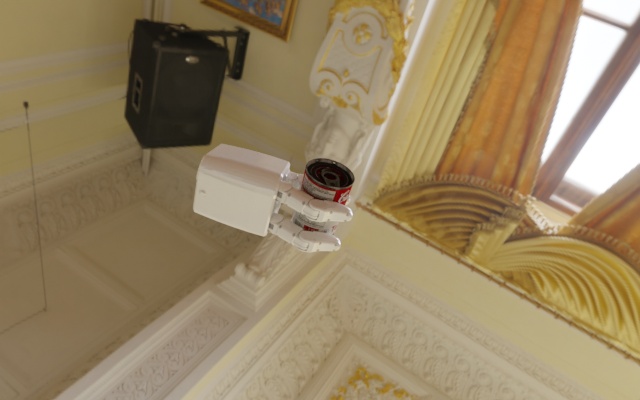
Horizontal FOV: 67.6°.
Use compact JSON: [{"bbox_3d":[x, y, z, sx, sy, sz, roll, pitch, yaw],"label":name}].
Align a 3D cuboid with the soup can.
[{"bbox_3d":[0.001,0.002,0.663,0.068,0.102,0.068,12,35,-9],"label":"soup can"}]
